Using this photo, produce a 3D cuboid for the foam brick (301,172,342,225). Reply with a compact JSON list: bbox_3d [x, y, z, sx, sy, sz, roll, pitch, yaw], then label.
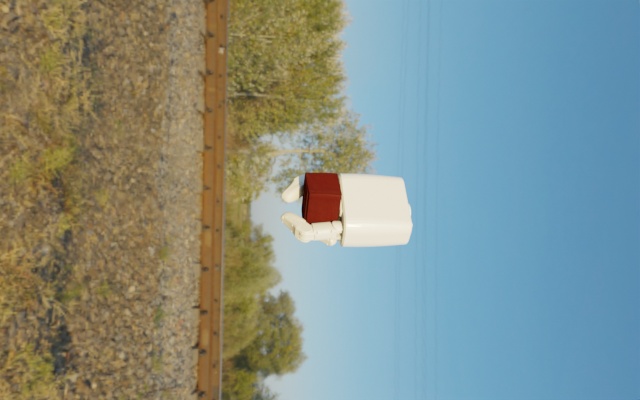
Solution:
[{"bbox_3d":[0.000,0.002,0.727,0.051,0.078,0.053,1,40,-8],"label":"foam brick"}]
